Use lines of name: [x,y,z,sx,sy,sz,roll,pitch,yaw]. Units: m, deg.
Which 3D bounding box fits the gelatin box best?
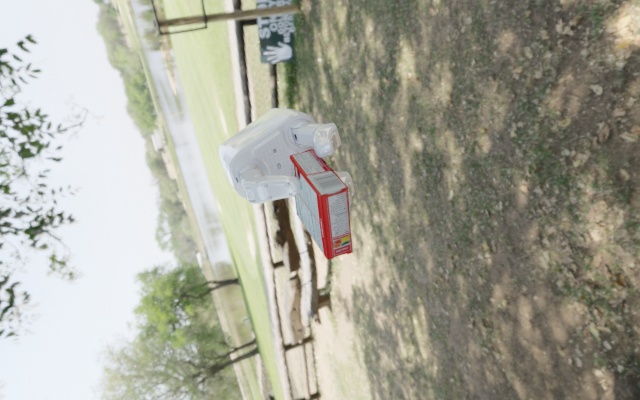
gelatin box: [0.000,0.002,0.460,0.030,0.073,0.089,-16,34,-15]
